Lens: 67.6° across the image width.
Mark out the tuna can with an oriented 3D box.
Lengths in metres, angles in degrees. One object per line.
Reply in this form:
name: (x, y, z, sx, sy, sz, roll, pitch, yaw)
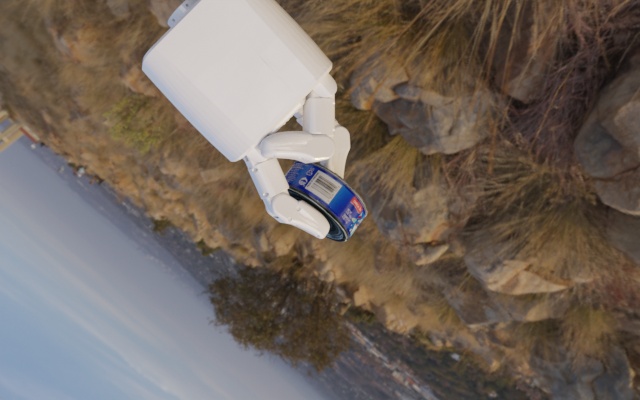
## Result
tuna can: (0.000, 0.002, 0.452, 0.086, 0.033, 0.086, 33, -18, 12)
